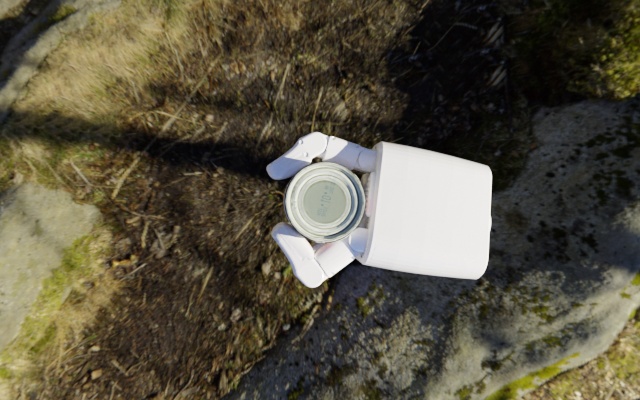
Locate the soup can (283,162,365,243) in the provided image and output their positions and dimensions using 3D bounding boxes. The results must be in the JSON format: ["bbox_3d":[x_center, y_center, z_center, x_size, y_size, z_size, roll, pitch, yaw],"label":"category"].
[{"bbox_3d":[0.000,0.001,0.432,0.068,0.068,0.102,0,0,-4],"label":"soup can"}]
